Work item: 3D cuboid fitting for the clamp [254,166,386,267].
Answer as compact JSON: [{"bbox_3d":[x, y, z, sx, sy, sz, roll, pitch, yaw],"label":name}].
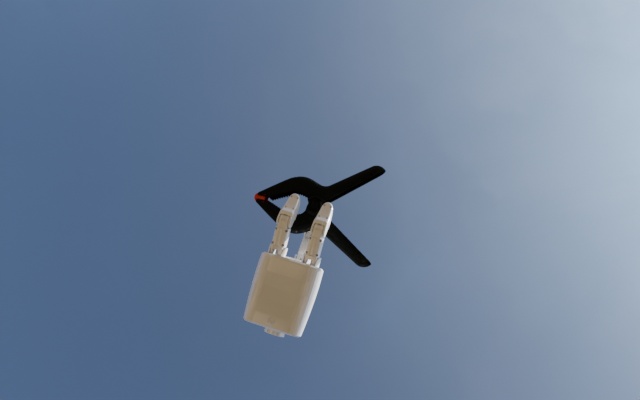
[{"bbox_3d":[0.000,0.003,0.771,0.210,0.164,0.036,15,-14,11],"label":"clamp"}]
